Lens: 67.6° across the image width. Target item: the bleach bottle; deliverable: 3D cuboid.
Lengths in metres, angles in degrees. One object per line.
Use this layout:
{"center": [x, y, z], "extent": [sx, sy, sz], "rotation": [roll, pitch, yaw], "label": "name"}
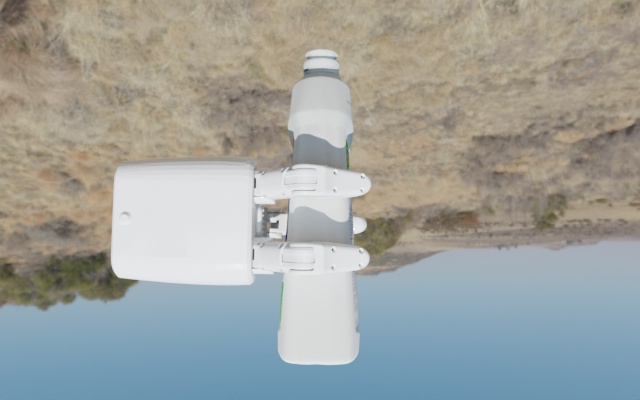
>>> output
{"center": [0.000, 0.001, 0.409], "extent": [0.068, 0.251, 0.102], "rotation": [0, -4, 1], "label": "bleach bottle"}
